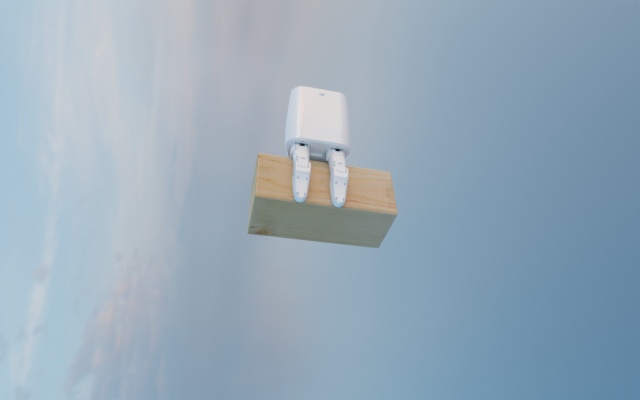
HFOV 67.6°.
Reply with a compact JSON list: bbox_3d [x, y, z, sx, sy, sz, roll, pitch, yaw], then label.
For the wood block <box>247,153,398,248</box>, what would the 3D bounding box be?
[{"bbox_3d":[0.000,0.002,0.724,0.206,0.090,0.091,7,-41,-11],"label":"wood block"}]
